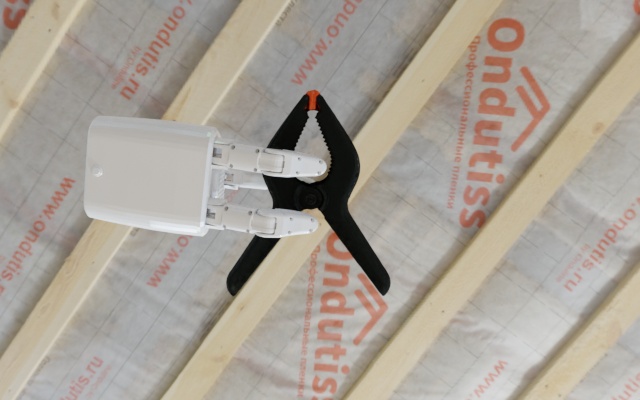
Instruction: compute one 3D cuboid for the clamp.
[{"bbox_3d":[0.000,0.001,0.469,0.164,0.210,0.036,7,9,-6],"label":"clamp"}]
